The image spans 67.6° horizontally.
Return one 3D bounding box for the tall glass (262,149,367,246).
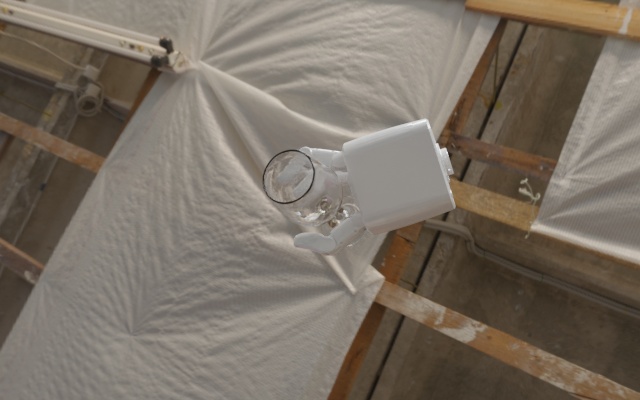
[{"bbox_3d":[0.000,0.002,0.596,0.079,0.079,0.201,0,-16,22],"label":"tall glass"}]
